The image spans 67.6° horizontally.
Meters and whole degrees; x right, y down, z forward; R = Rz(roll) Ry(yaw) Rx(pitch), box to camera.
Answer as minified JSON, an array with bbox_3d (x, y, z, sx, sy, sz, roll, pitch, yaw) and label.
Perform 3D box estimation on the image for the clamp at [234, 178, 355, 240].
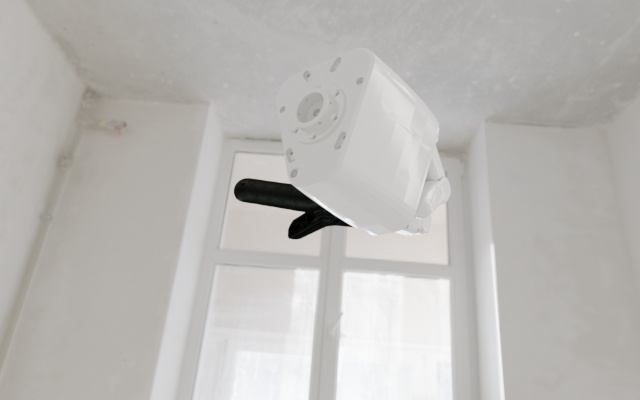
[{"bbox_3d":[0.000,0.002,0.481,0.171,0.039,0.120,-13,-28,35],"label":"clamp"}]
